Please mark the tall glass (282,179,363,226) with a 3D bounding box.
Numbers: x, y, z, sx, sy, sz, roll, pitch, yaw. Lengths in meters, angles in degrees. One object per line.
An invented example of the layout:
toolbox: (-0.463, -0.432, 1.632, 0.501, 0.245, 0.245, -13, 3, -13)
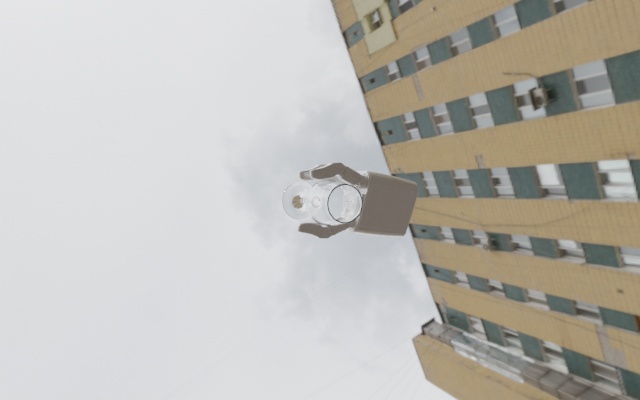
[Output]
tall glass: (0.000, 0.003, 0.832, 0.079, 0.079, 0.201, 0, 1, -23)
